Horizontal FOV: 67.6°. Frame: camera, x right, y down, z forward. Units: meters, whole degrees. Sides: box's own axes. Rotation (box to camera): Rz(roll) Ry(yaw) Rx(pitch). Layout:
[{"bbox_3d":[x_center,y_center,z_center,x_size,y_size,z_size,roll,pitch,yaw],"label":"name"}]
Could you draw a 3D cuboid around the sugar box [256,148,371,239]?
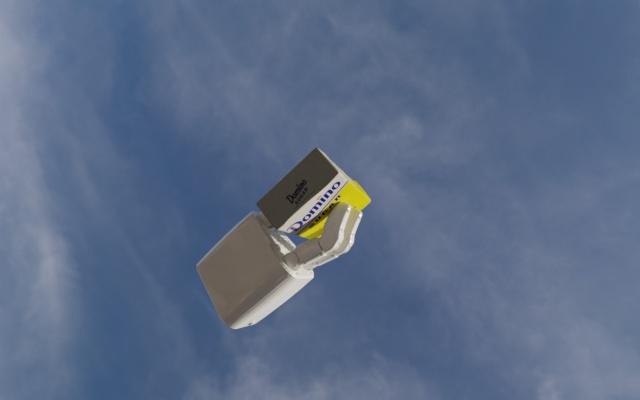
[{"bbox_3d":[0.000,0.002,0.583,0.093,0.048,0.176,-43,-16,7],"label":"sugar box"}]
